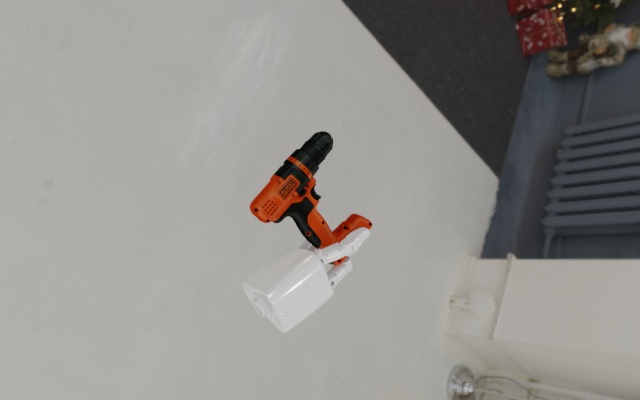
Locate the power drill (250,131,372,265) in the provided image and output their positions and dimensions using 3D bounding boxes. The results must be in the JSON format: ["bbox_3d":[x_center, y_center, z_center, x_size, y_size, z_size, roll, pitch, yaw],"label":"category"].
[{"bbox_3d":[0.000,0.003,0.805,0.188,0.184,0.057,45,-10,-19],"label":"power drill"}]
